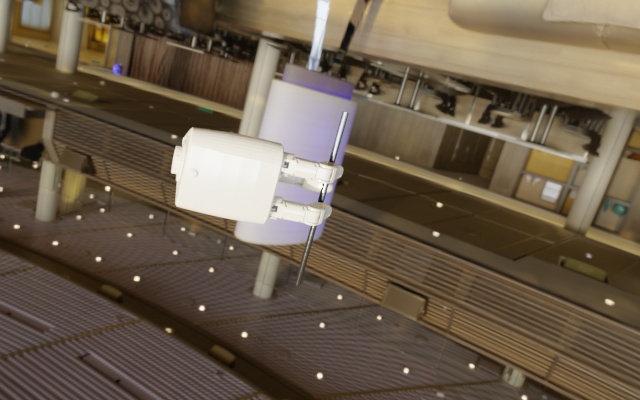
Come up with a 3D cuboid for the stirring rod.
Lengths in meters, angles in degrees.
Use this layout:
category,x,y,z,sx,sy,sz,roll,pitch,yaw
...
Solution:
category,x,y,z,sx,sy,sz,roll,pitch,yaw
stirring rod,0.000,0.002,0.628,0.011,0.239,0.011,15,13,-4
